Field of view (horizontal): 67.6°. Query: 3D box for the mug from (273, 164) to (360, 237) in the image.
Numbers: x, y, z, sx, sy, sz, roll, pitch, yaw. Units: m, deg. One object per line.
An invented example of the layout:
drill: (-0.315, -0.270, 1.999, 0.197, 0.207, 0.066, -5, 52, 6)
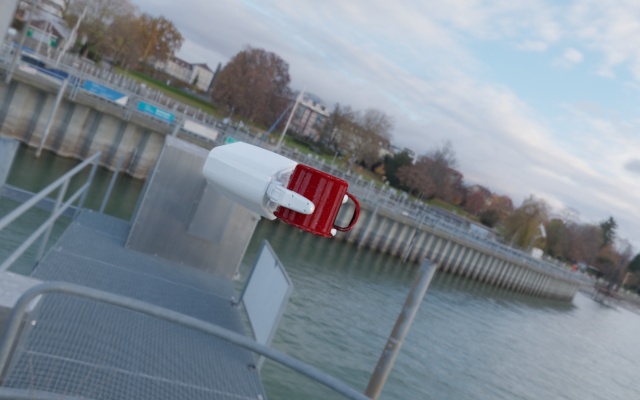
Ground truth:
mug: (0.001, 0.003, 0.682, 0.117, 0.081, 0.093, 23, 5, 11)
